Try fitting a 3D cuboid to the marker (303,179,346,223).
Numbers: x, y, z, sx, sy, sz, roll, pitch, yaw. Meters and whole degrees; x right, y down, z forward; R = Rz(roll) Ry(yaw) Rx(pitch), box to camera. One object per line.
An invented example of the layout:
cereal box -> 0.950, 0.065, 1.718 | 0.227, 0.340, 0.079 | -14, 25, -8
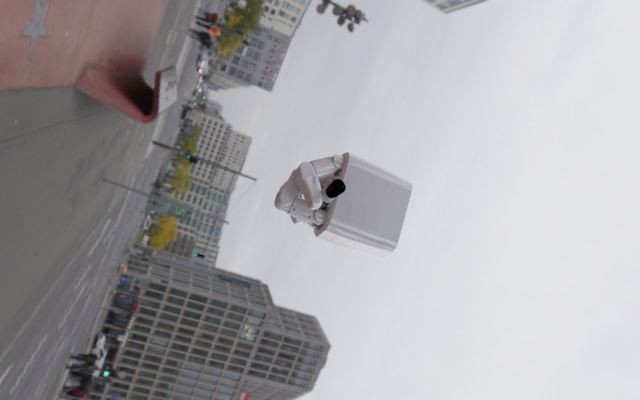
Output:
marker -> 0.000, 0.002, 0.617 | 0.020, 0.020, 0.121 | 0, -21, -26
